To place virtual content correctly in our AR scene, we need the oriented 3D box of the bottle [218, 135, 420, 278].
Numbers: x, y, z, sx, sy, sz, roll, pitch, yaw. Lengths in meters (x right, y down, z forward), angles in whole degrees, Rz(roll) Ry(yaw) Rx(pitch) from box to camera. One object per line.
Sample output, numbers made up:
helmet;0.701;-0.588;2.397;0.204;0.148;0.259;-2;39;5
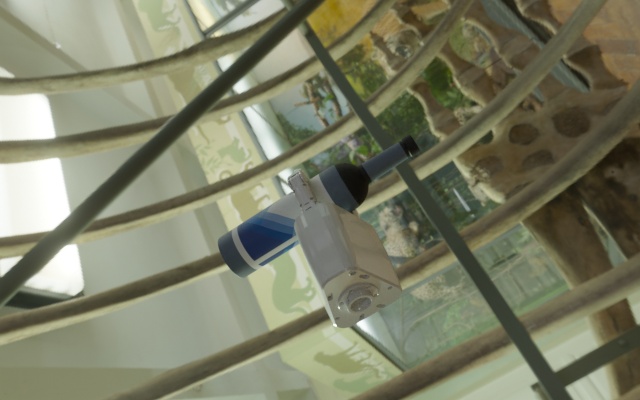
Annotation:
bottle;0.000;0.002;0.646;0.296;0.069;0.069;-32;-5;8
